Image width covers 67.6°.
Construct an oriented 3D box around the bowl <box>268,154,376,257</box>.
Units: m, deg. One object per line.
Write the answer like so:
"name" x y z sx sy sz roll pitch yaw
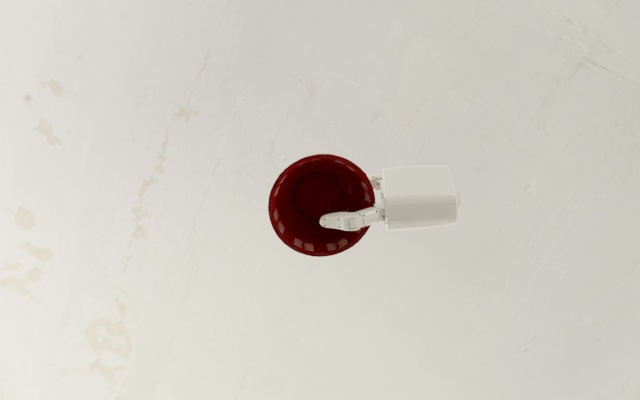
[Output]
"bowl" -0.001 0.002 0.733 0.162 0.162 0.055 0 18 -7
